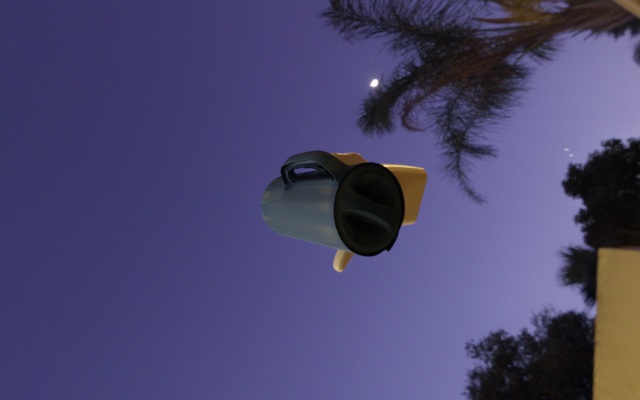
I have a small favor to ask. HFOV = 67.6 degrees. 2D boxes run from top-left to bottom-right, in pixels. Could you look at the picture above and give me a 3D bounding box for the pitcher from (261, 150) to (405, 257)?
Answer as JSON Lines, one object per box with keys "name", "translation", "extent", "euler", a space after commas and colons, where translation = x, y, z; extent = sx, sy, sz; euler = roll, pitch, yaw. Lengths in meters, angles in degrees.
{"name": "pitcher", "translation": [0.000, 0.003, 0.758], "extent": [0.145, 0.149, 0.243], "euler": [-1, 2, -36]}
